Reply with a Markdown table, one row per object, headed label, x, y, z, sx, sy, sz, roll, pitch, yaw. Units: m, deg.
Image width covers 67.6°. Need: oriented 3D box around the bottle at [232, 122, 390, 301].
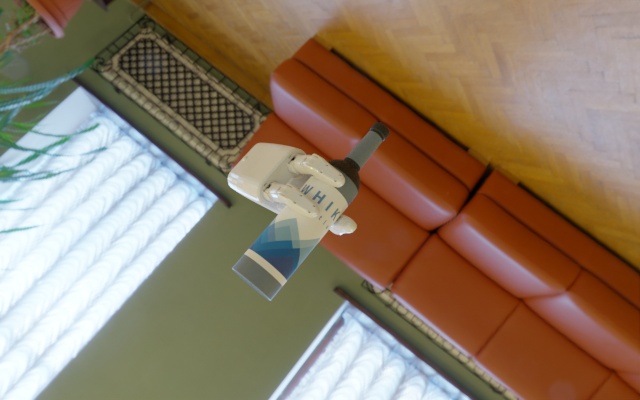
| label | x | y | z | sx | sy | sz | roll | pitch | yaw |
| --- | --- | --- | --- | --- | --- | --- | --- | --- | --- |
| bottle | 0.000 | 0.002 | 0.665 | 0.069 | 0.295 | 0.069 | 37 | -16 | 12 |
